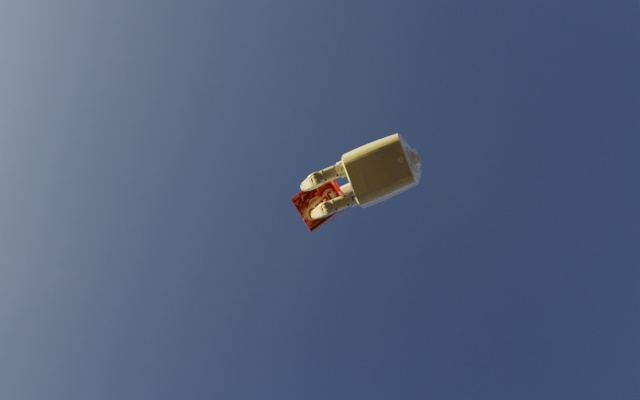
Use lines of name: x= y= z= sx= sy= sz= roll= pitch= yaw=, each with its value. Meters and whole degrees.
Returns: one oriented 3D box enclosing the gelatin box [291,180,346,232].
gelatin box: x=0.000 y=0.003 z=0.880 sx=0.089 sy=0.073 sz=0.030 roll=-37 pitch=-12 yaw=22
